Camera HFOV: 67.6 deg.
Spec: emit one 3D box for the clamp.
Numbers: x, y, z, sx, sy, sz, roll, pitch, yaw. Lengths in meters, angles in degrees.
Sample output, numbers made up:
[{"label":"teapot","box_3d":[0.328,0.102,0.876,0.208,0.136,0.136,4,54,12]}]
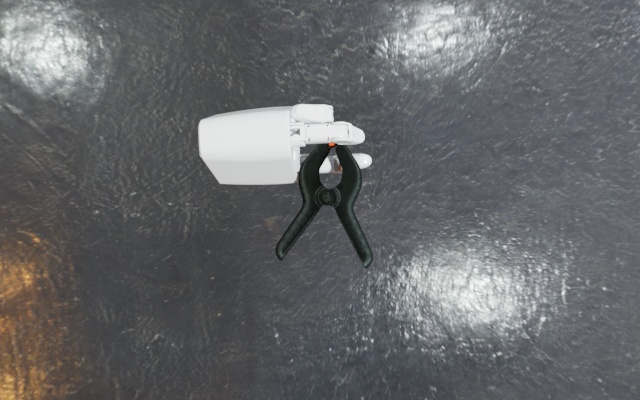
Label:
[{"label":"clamp","box_3d":[0.000,0.002,0.593,0.120,0.171,0.039,-4,-2,-1]}]
